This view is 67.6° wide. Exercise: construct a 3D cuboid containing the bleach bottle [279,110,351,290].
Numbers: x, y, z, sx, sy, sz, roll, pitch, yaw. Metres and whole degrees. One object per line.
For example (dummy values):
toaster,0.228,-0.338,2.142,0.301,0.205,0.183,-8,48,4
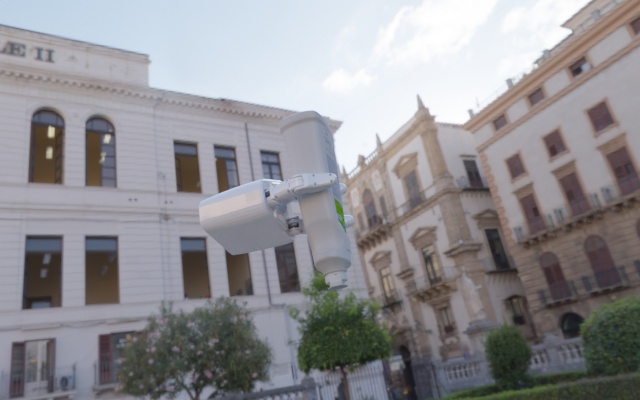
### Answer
bleach bottle,0.000,0.002,0.692,0.068,0.250,0.102,-16,-21,15
